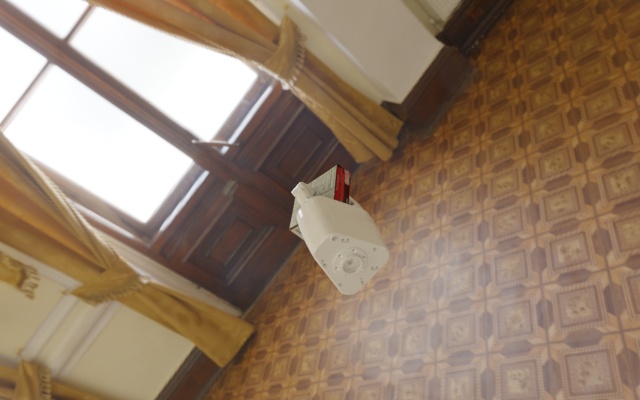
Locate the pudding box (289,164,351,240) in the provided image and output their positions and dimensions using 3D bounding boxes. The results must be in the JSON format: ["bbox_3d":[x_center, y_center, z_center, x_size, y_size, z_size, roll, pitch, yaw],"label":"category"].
[{"bbox_3d":[0.000,0.003,0.805,0.039,0.090,0.113,36,-48,-29],"label":"pudding box"}]
